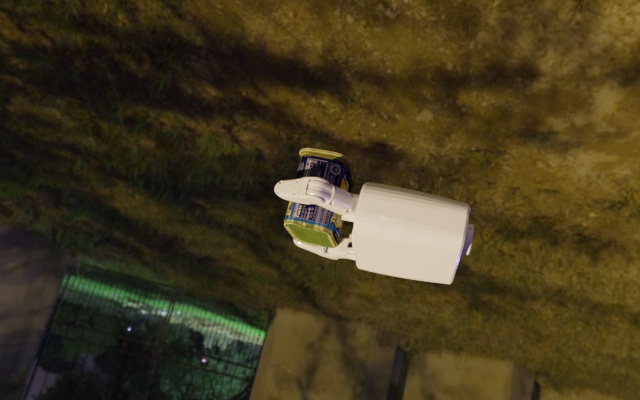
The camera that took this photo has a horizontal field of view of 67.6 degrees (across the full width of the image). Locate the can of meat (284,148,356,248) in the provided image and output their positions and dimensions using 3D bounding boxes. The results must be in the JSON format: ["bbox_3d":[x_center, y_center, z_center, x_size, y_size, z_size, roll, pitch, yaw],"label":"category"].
[{"bbox_3d":[0.000,0.002,0.527,0.057,0.084,0.102,11,-15,11],"label":"can of meat"}]
